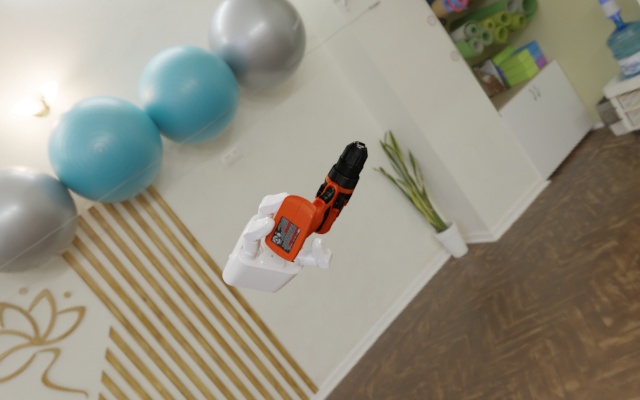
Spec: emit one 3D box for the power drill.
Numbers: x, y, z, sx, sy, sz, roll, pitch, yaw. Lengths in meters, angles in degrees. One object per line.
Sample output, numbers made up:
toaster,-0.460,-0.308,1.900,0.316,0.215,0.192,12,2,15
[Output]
power drill,0.000,0.003,0.747,0.057,0.184,0.187,34,31,14
